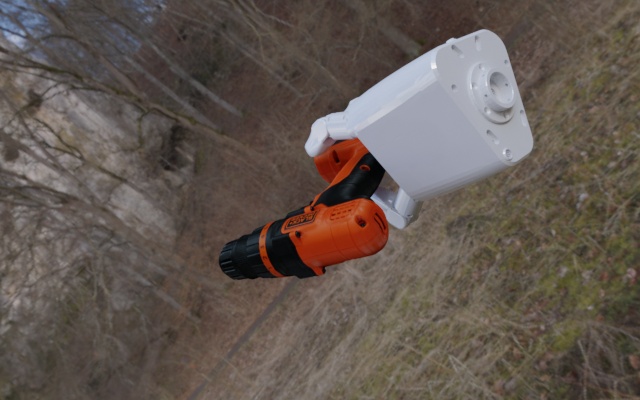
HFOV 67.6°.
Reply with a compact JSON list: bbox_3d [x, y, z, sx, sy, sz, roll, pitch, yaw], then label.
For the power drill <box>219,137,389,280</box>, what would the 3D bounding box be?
[{"bbox_3d":[0.000,0.001,0.478,0.184,0.057,0.187,-15,30,34],"label":"power drill"}]
